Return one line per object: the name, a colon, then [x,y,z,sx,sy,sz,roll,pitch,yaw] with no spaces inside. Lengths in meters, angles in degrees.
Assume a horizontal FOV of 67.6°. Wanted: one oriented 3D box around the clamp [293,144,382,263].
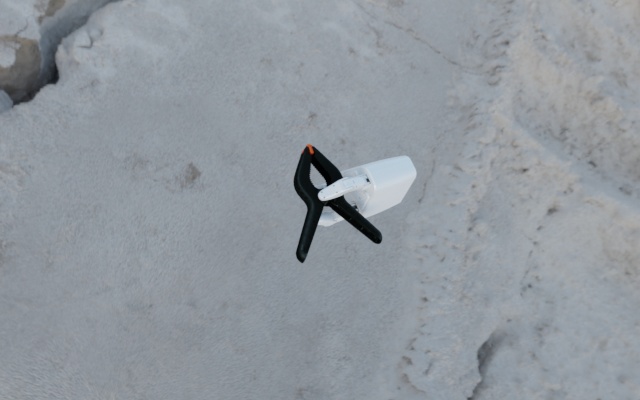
clamp: [0.000,0.002,0.826,0.164,0.210,0.036,-18,-14,-30]
